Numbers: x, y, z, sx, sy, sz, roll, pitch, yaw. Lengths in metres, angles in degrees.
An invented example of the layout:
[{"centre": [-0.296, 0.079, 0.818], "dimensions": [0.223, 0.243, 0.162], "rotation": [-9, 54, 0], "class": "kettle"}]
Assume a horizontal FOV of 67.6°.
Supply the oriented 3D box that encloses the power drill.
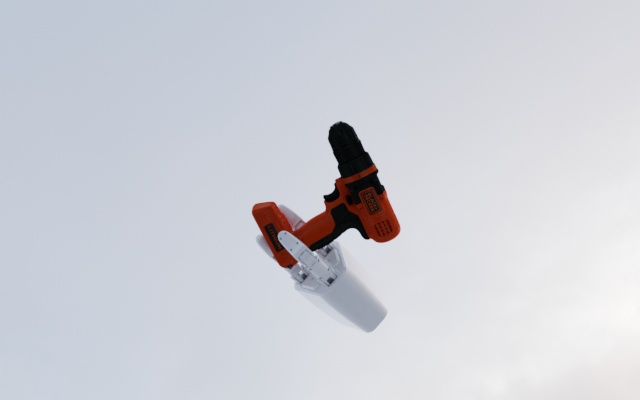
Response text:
[{"centre": [0.000, 0.003, 0.686], "dimensions": [0.187, 0.184, 0.057], "rotation": [-24, 7, 11], "class": "power drill"}]
